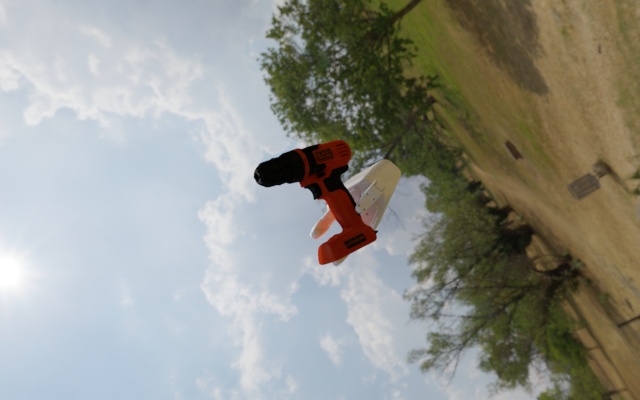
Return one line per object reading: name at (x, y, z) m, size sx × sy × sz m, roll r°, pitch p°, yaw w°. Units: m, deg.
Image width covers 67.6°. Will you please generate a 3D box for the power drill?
power drill at (0.000, 0.003, 0.759) m, size 0.184 × 0.187 × 0.057 m, roll -21°, pitch -2°, yaw -35°
